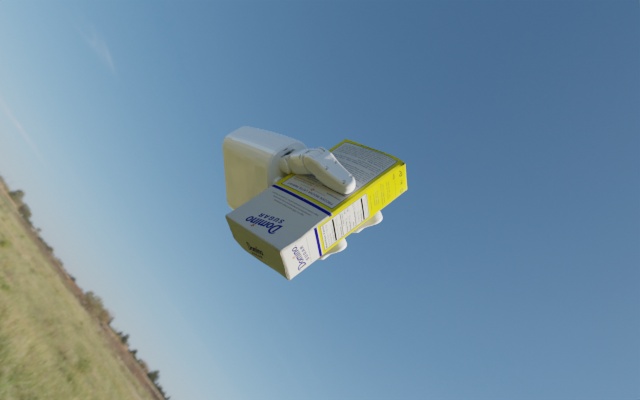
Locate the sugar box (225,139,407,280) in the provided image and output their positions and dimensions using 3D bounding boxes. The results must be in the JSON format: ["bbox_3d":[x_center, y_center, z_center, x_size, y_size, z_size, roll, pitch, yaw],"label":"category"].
[{"bbox_3d":[0.000,0.002,0.501,0.176,0.048,0.093,-36,42,-27],"label":"sugar box"}]
